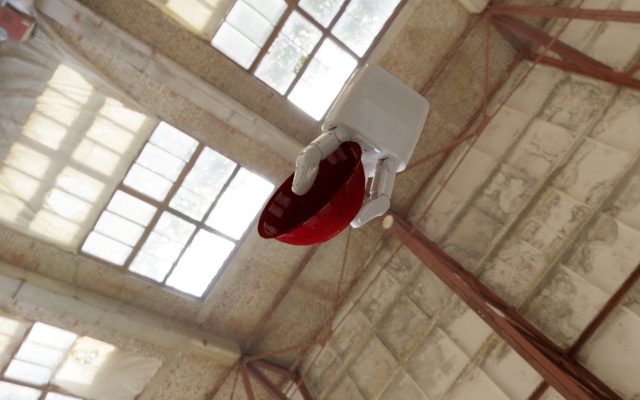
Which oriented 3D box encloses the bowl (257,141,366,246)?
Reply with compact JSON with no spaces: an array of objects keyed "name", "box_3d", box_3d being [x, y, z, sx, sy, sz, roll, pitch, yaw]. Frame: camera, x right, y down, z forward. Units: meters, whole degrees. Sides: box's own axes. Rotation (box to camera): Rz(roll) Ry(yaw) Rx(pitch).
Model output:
[{"name":"bowl","box_3d":[-0.001,0.003,0.584,0.055,0.162,0.162,48,-23,-22]}]
